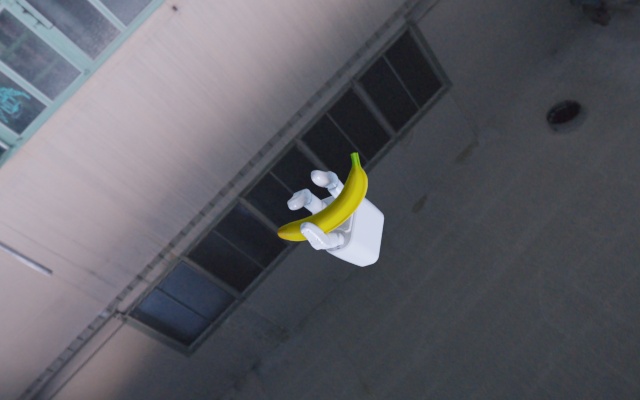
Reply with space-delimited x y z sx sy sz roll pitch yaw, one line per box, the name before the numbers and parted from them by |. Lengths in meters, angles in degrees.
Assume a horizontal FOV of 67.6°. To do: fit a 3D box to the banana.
banana | 0.012 0.014 0.777 0.198 0.069 0.037 -45 -26 18
